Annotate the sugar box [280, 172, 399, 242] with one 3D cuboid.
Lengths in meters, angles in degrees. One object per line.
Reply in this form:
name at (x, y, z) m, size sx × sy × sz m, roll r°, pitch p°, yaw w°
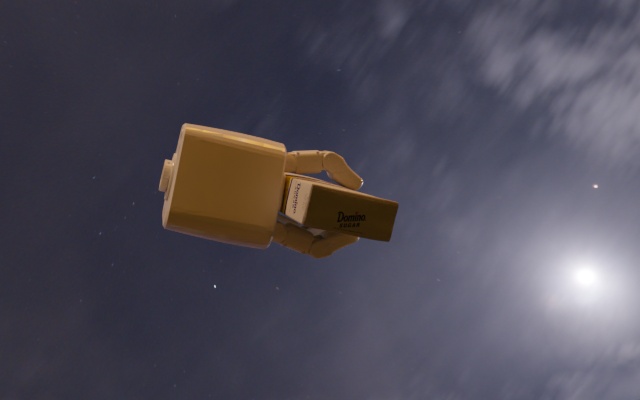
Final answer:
sugar box at (0.000, 0.002, 0.517) m, size 0.093 × 0.048 × 0.176 m, roll 12°, pitch 6°, yaw -20°
